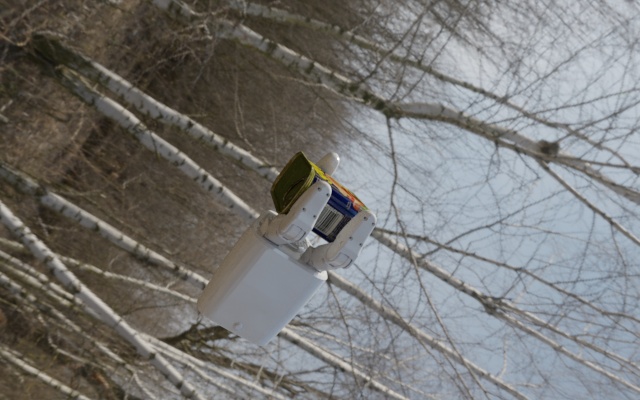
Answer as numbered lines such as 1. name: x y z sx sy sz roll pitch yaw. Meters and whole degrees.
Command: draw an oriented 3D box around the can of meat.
1. can of meat: 0.000 0.002 0.502 0.084 0.057 0.102 35 8 -19
